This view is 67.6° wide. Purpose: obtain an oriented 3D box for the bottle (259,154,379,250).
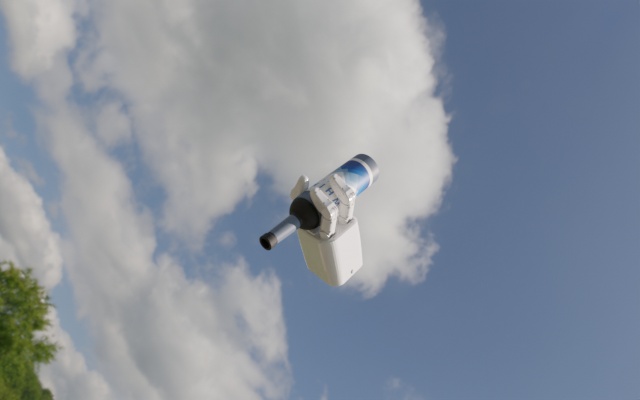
[{"bbox_3d":[0.000,0.003,0.878,0.069,0.069,0.295,0,28,45],"label":"bottle"}]
